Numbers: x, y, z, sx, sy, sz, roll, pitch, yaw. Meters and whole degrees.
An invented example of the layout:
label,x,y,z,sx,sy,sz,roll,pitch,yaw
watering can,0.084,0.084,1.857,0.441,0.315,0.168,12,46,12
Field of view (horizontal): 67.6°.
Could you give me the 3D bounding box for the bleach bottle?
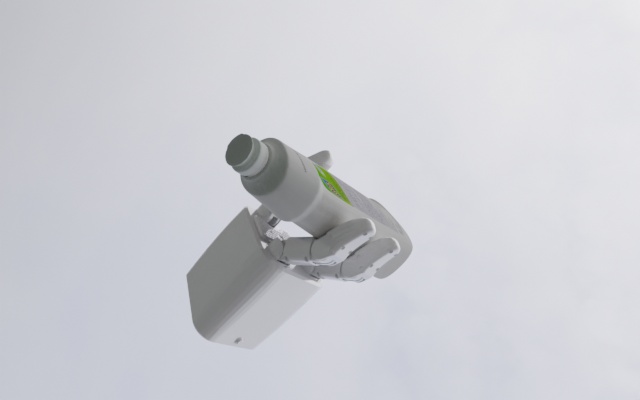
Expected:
label,x,y,z,sx,sy,sz,roll,pitch,yaw
bleach bottle,0.000,0.002,0.468,0.251,0.068,0.102,34,12,-49
